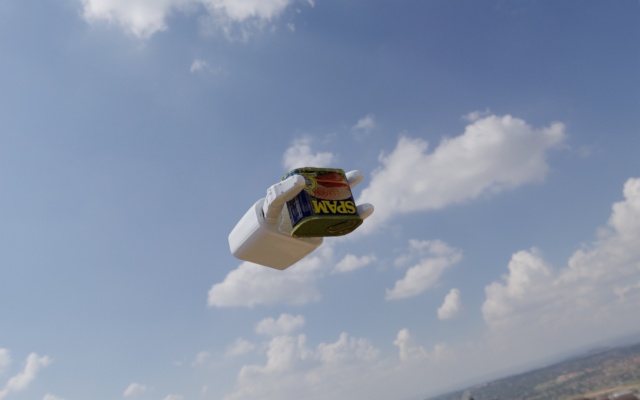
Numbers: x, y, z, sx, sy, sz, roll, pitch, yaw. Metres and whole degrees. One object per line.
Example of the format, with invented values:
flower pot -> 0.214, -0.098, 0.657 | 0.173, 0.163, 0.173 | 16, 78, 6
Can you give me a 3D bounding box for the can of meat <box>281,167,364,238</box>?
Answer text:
can of meat -> 0.000, 0.002, 0.670 | 0.102, 0.084, 0.057 | 1, -30, -34
